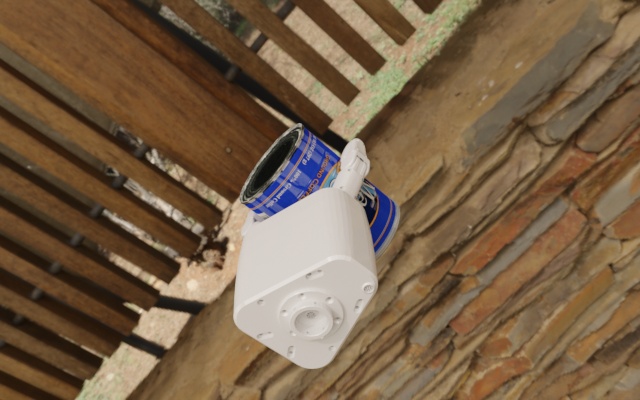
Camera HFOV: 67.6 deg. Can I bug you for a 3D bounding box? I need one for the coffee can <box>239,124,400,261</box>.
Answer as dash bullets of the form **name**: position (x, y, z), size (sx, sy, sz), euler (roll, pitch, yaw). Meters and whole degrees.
- **coffee can**: position (0.000, 0.002, 0.511), size (0.140, 0.102, 0.103), euler (38, -15, -19)
